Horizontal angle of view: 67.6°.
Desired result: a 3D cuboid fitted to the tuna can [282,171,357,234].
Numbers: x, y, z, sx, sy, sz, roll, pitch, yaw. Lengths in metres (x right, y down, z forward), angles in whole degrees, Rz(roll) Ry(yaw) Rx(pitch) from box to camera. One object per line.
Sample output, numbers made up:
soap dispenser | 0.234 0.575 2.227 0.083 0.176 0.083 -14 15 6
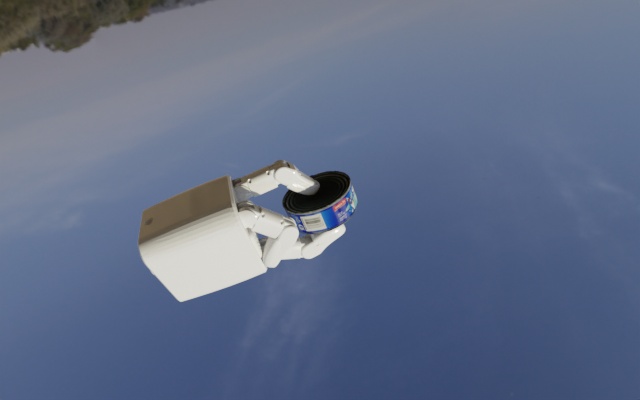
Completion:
tuna can | 0.000 0.002 0.569 0.086 0.034 0.086 -17 30 10
